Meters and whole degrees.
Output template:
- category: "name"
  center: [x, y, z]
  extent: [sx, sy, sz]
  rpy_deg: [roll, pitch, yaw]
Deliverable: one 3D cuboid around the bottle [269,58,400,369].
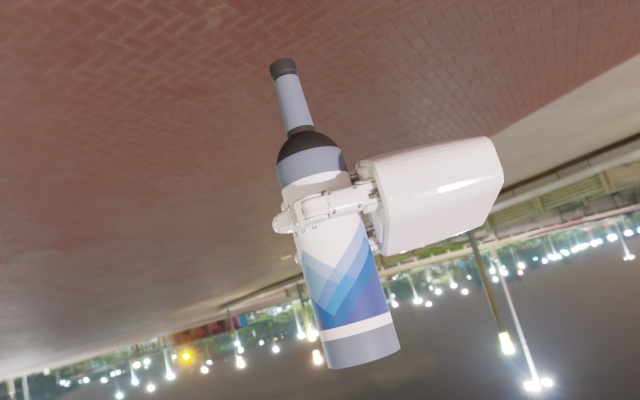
- category: "bottle"
  center: [0.000, 0.002, 0.454]
  extent: [0.069, 0.295, 0.069]
  rpy_deg: [-15, -12, -3]
